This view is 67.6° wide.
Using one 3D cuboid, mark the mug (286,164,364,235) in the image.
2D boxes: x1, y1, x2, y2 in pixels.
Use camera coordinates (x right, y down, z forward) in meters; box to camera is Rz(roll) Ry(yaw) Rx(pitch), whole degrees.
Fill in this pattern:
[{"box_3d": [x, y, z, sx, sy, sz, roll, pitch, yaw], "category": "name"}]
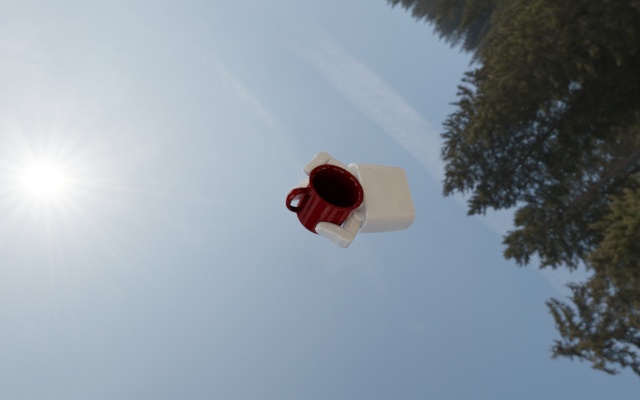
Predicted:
[{"box_3d": [-0.001, 0.003, 0.763, 0.117, 0.093, 0.081, 1, -38, -28], "category": "mug"}]
